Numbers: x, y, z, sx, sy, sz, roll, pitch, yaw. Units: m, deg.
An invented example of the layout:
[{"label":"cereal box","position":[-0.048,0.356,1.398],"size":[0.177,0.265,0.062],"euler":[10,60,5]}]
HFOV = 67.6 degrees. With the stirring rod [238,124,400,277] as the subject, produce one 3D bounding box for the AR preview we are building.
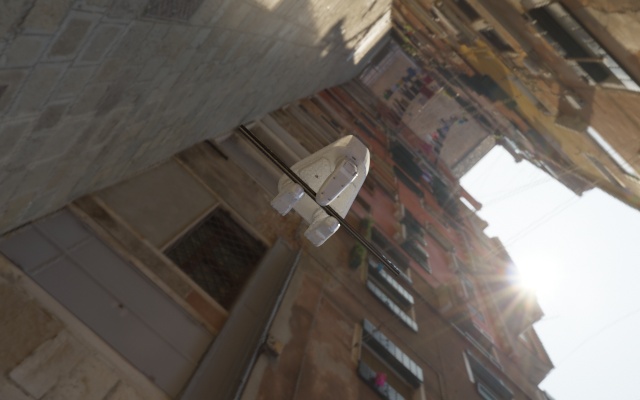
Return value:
[{"label":"stirring rod","position":[0.000,0.002,0.531],"size":[0.239,0.011,0.011],"euler":[43,-5,-5]}]
